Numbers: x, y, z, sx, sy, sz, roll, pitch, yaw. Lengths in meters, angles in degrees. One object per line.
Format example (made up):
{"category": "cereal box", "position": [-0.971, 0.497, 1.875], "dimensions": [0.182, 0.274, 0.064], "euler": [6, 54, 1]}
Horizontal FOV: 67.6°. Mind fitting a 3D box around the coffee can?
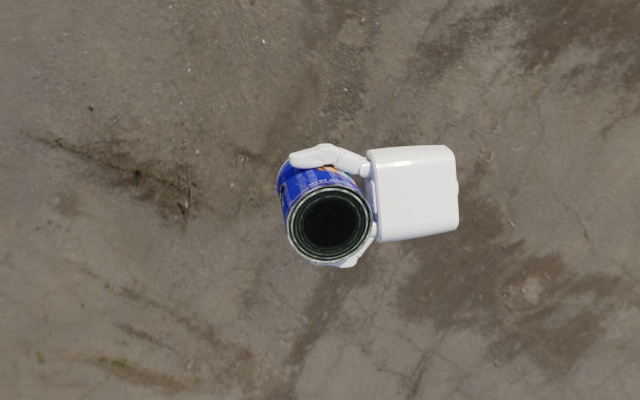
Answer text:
{"category": "coffee can", "position": [0.000, 0.002, 0.613], "dimensions": [0.103, 0.103, 0.140], "euler": [0, 23, -10]}
